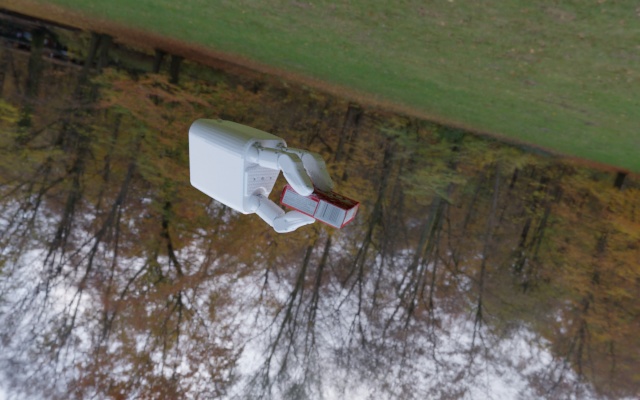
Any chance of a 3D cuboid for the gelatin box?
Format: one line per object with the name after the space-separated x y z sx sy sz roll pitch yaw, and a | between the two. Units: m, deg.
0.000 0.003 0.631 0.089 0.030 0.073 24 13 13 | gelatin box
